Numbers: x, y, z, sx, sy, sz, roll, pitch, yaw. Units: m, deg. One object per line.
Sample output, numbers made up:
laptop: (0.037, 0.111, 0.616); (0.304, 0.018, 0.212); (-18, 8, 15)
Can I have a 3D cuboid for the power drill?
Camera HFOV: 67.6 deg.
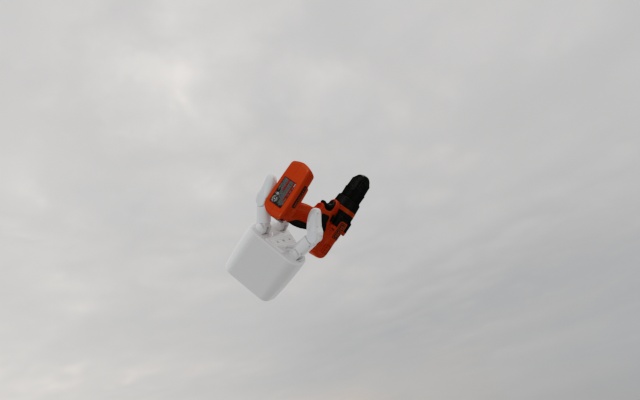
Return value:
power drill: (0.000, 0.003, 0.871); (0.057, 0.184, 0.188); (30, -4, 43)
